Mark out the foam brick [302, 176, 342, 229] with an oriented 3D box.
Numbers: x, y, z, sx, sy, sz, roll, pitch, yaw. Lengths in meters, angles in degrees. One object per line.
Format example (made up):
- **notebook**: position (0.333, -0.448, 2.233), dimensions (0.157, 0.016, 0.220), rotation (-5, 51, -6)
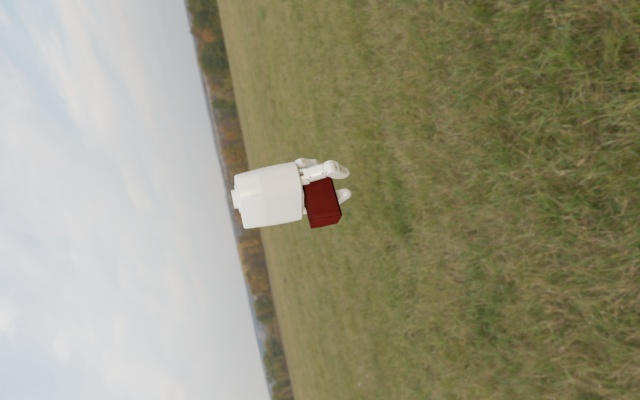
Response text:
- **foam brick**: position (0.000, 0.003, 0.829), dimensions (0.051, 0.078, 0.053), rotation (-11, -20, -11)
